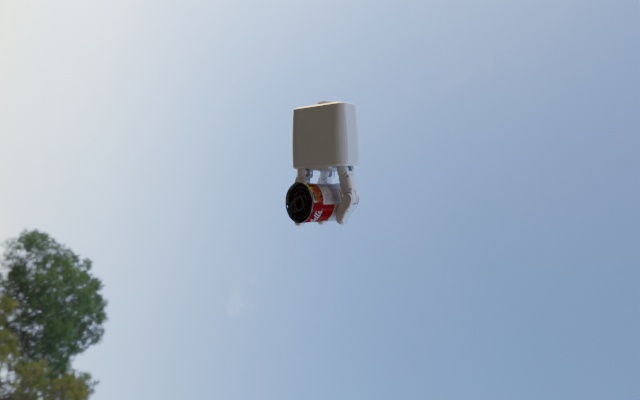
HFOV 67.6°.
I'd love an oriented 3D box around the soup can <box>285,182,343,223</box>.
[{"bbox_3d":[0.000,0.003,0.815,0.102,0.068,0.068,-1,1,-44],"label":"soup can"}]
